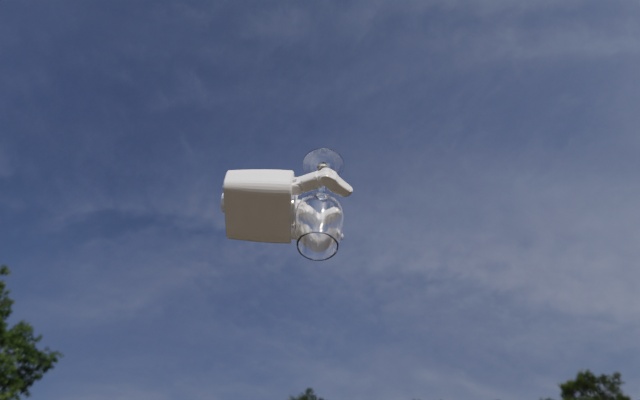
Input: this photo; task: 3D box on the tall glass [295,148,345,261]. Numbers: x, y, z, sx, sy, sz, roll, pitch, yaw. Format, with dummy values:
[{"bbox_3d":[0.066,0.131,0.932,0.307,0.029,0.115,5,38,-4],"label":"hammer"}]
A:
[{"bbox_3d":[0.000,0.002,0.773,0.079,0.079,0.200,0,41,3],"label":"tall glass"}]
